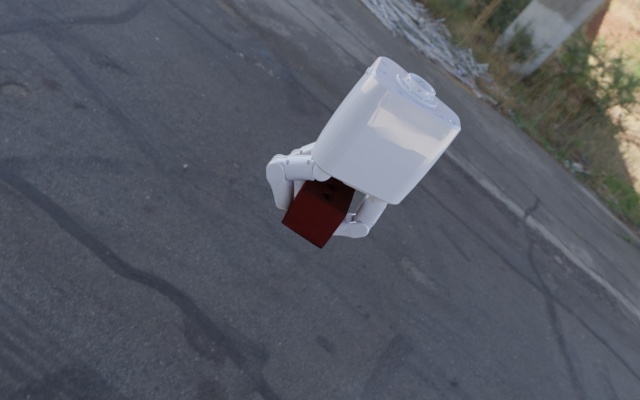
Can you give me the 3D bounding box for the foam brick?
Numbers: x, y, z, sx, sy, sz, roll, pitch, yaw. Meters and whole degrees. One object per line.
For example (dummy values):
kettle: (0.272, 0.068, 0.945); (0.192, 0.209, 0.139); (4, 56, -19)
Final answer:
foam brick: (0.000, 0.002, 0.518); (0.053, 0.051, 0.078); (32, 32, -6)
